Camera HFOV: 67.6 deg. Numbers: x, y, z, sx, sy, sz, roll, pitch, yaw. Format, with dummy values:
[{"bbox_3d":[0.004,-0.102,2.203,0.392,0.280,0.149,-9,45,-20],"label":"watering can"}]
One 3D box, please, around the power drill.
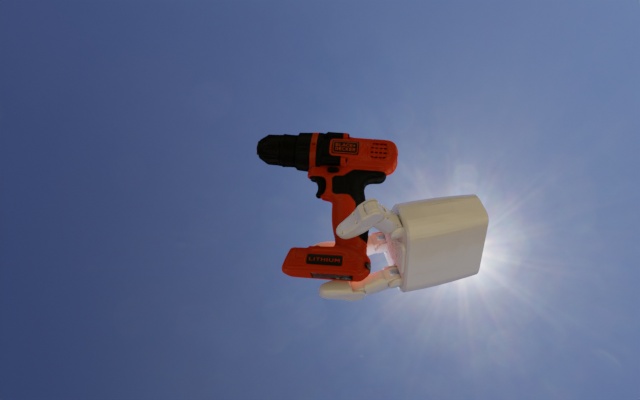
[{"bbox_3d":[0.000,0.002,0.598,0.184,0.187,0.057,4,-17,8],"label":"power drill"}]
